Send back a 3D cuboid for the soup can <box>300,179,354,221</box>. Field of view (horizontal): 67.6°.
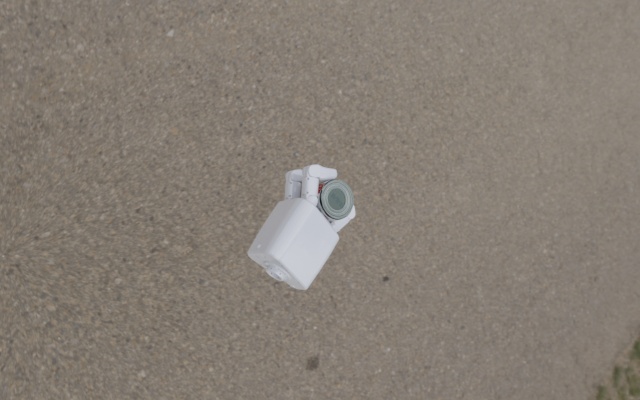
[{"bbox_3d":[0.001,0.002,0.810,0.068,0.068,0.102,0,-5,-33],"label":"soup can"}]
